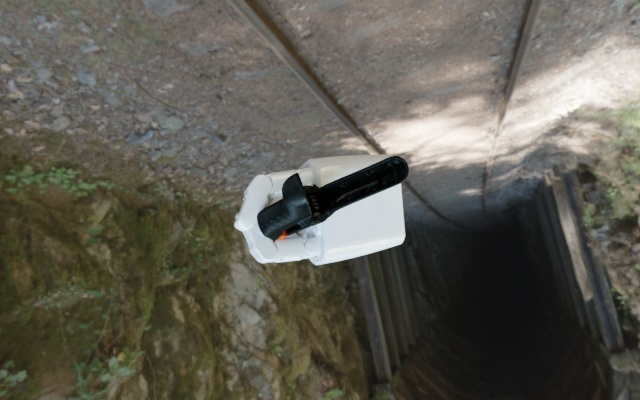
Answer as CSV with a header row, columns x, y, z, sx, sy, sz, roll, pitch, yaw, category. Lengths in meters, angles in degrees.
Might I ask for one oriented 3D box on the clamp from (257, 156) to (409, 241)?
x,y,z,sx,sy,sz,roll,pitch,yaw,category
0.000,0.002,0.442,0.120,0.039,0.171,-8,-11,-24,clamp
